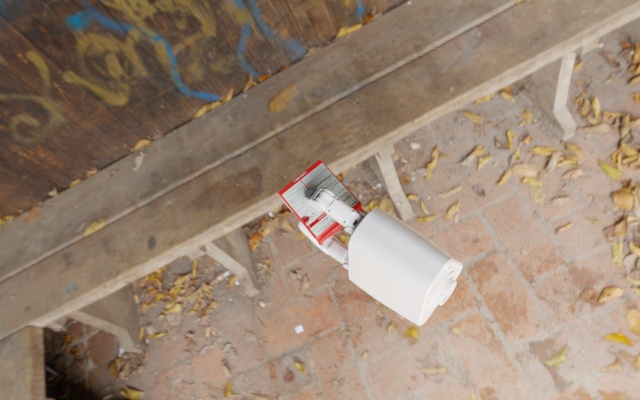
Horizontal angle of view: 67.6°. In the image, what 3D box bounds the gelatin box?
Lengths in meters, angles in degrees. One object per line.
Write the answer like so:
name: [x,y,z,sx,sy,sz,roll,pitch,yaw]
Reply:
gelatin box: [0.000,0.002,0.617,0.073,0.089,0.030,-39,-24,-5]
